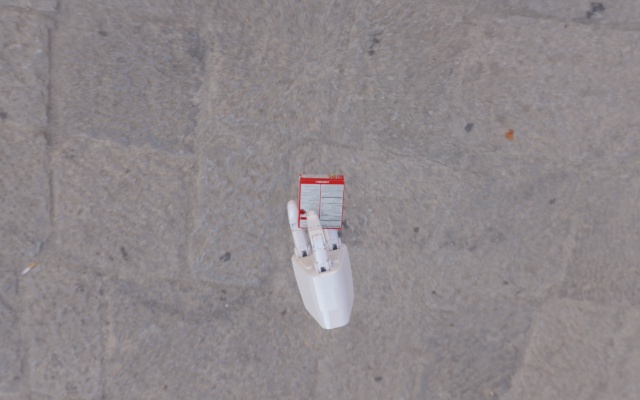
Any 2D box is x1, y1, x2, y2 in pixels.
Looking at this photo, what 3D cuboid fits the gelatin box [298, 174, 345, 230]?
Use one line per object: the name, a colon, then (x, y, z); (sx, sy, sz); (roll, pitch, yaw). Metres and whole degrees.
gelatin box: (0.000, 0.002, 0.781); (0.073, 0.089, 0.030); (1, 22, -4)
